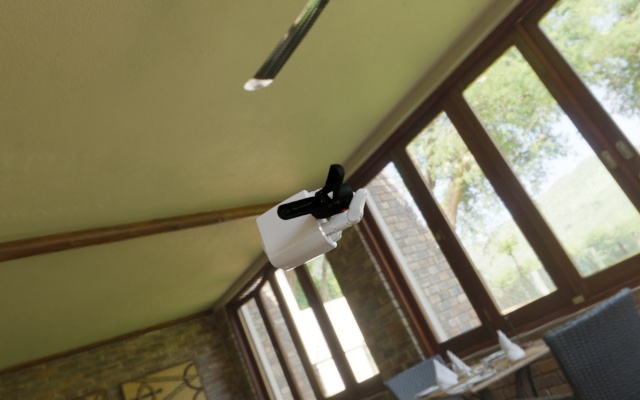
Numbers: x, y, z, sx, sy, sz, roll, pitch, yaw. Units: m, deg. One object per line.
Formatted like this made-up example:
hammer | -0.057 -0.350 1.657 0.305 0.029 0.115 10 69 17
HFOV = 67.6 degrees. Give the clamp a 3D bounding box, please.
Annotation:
clamp | 0.000 0.002 0.764 0.120 0.039 0.171 -29 -20 6
